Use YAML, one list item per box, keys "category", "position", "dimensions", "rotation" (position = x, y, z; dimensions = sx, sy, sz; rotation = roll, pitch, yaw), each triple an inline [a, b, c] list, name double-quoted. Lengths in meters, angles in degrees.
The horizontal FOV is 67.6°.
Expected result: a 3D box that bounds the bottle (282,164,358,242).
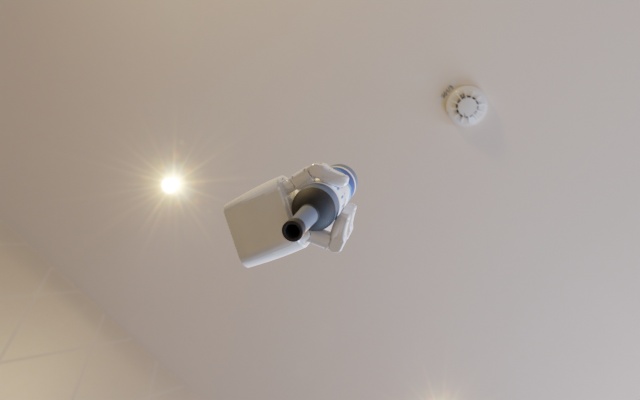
- category: "bottle"
  position: [0.000, 0.002, 0.720]
  dimensions: [0.069, 0.069, 0.295]
  rotation: [0, 14, 14]
